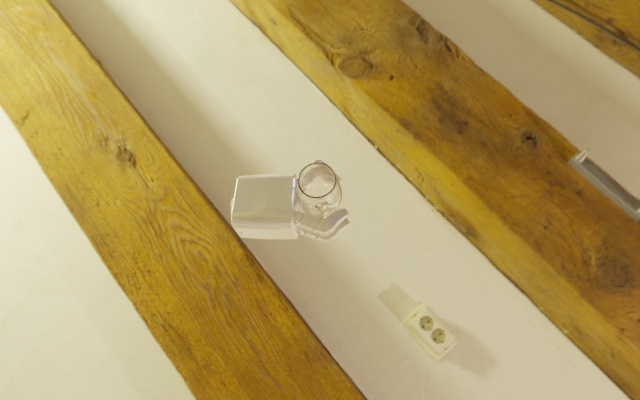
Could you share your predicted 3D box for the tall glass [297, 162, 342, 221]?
[{"bbox_3d":[0.000,0.003,0.851,0.079,0.079,0.201,0,-21,3],"label":"tall glass"}]
